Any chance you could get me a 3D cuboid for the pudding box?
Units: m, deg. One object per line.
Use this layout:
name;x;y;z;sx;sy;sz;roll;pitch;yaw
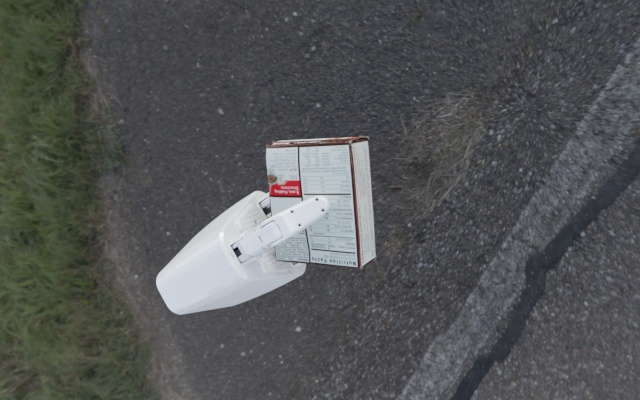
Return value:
pudding box;0.000;0.001;0.427;0.090;0.113;0.039;1;14;29
